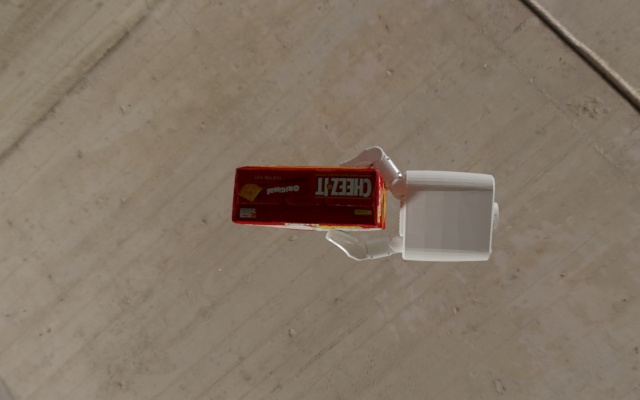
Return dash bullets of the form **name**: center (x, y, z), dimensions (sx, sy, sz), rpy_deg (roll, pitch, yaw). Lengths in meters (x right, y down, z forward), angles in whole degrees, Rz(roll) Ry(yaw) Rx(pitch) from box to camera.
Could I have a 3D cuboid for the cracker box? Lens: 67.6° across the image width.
- **cracker box**: center (0.000, 0.002, 0.621), dimensions (0.164, 0.072, 0.214), rpy_deg (1, -5, 10)
